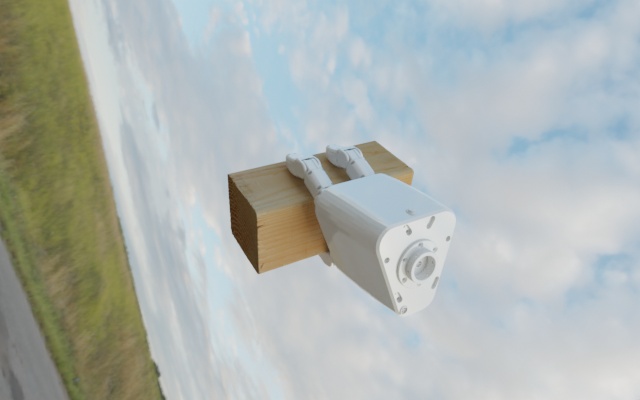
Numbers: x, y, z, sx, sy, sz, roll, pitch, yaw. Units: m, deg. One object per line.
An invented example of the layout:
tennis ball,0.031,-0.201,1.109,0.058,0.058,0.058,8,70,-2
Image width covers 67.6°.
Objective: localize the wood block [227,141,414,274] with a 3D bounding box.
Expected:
wood block,0.000,0.002,0.588,0.206,0.091,0.090,-15,39,-26
